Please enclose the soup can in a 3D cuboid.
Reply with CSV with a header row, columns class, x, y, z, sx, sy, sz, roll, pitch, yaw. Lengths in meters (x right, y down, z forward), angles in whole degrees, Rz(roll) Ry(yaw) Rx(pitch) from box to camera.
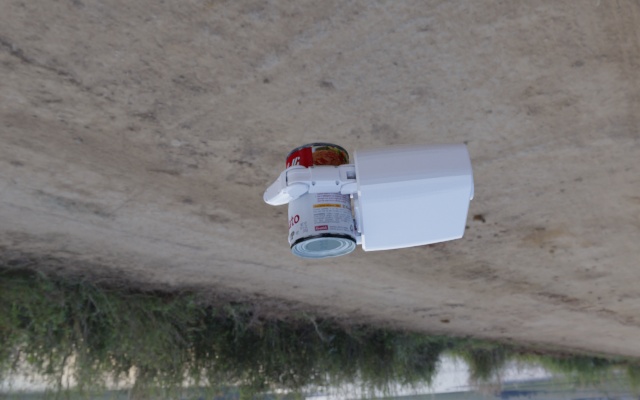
class,x,y,z,sx,sy,sz,roll,pitch,yaw
soup can,0.000,0.002,0.490,0.068,0.102,0.068,-4,-24,-2
